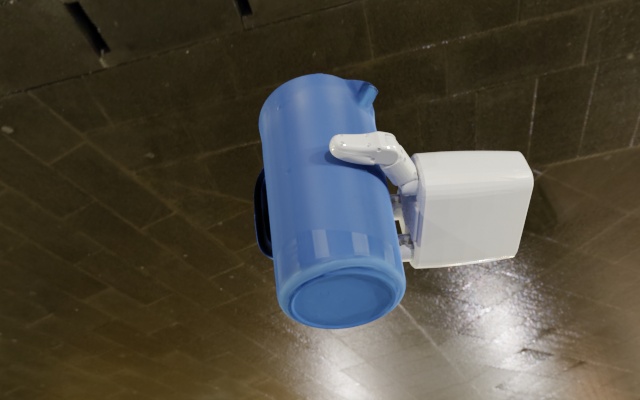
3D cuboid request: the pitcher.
[{"bbox_3d":[0.000,0.002,0.477,0.145,0.242,0.149,-3,-43,-4],"label":"pitcher"}]
